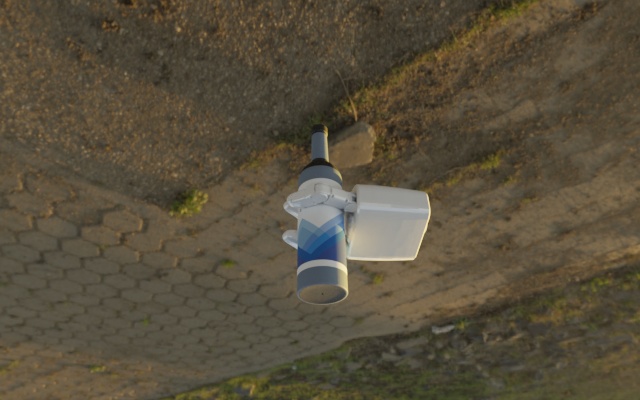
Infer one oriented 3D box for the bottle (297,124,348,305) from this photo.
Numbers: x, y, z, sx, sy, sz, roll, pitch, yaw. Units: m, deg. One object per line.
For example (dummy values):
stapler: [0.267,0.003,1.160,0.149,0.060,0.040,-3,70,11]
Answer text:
bottle: [0.000,0.003,0.704,0.069,0.295,0.069,-1,-35,-1]
